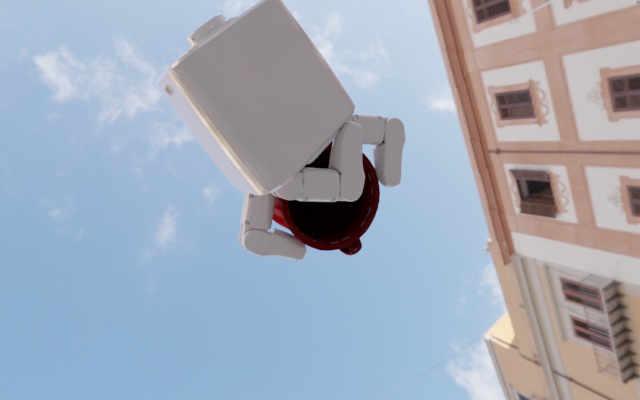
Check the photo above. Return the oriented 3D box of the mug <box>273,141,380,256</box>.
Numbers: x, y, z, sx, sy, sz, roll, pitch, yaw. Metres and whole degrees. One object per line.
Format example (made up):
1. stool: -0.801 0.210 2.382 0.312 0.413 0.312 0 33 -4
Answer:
1. mug: 0.001 0.002 0.442 0.093 0.117 0.081 -40 21 -15
